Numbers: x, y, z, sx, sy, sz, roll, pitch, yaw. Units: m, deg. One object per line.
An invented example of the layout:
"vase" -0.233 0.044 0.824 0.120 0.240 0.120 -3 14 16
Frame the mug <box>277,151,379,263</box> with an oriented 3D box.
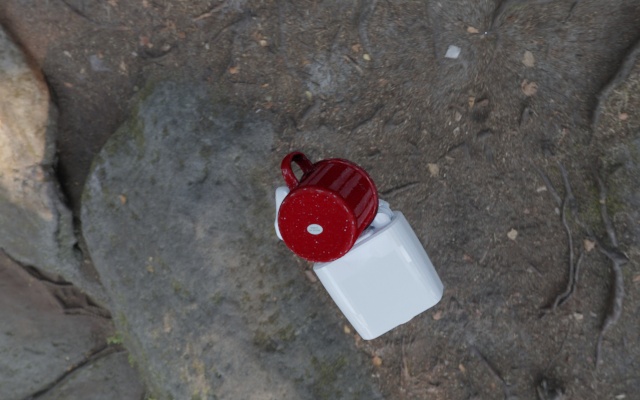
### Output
"mug" -0.001 0.000 0.486 0.093 0.117 0.081 -30 9 25
